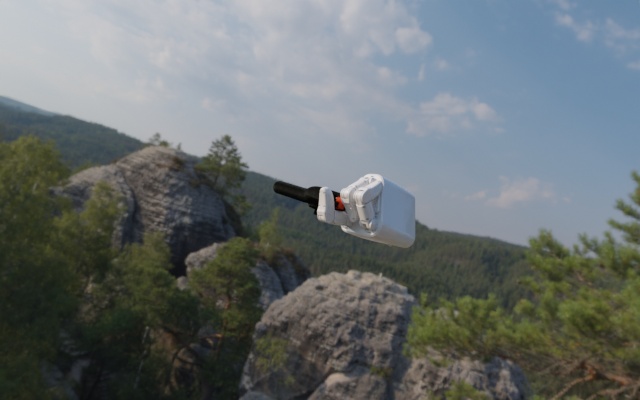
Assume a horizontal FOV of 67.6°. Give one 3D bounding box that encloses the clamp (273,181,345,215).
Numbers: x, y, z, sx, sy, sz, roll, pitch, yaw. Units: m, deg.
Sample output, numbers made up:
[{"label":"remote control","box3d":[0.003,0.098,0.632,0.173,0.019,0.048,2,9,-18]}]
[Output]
[{"label":"clamp","box3d":[0.000,0.002,0.891,0.120,0.039,0.171,26,-8,-40]}]
